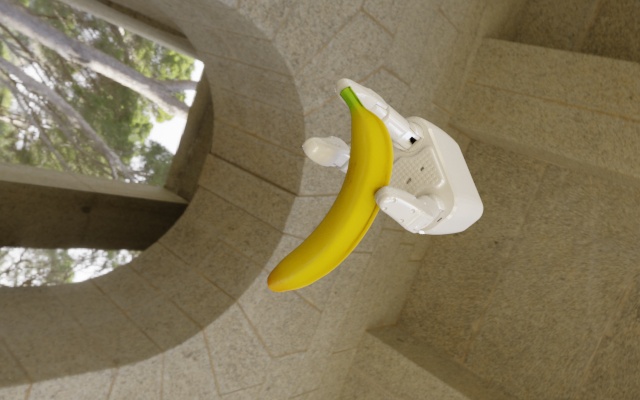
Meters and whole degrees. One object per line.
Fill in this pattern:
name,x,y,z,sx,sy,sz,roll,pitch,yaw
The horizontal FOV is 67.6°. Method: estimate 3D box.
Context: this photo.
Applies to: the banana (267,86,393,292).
banana,0.015,0.006,0.418,0.069,0.198,0.037,30,13,29
